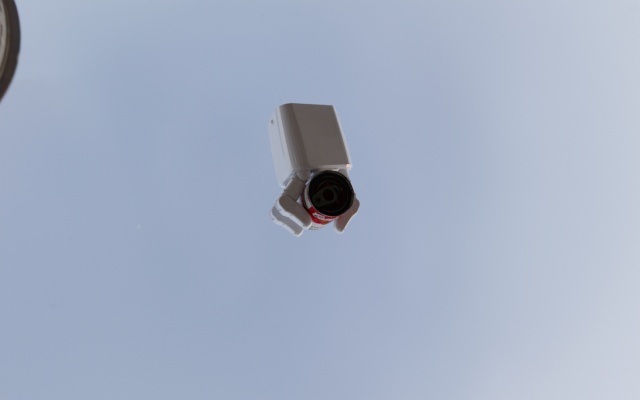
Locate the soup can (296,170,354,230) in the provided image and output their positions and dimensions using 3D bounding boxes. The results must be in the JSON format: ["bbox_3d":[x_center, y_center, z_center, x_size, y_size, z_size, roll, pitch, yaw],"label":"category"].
[{"bbox_3d":[0.000,0.003,0.708,0.068,0.068,0.102,0,-15,-18],"label":"soup can"}]
